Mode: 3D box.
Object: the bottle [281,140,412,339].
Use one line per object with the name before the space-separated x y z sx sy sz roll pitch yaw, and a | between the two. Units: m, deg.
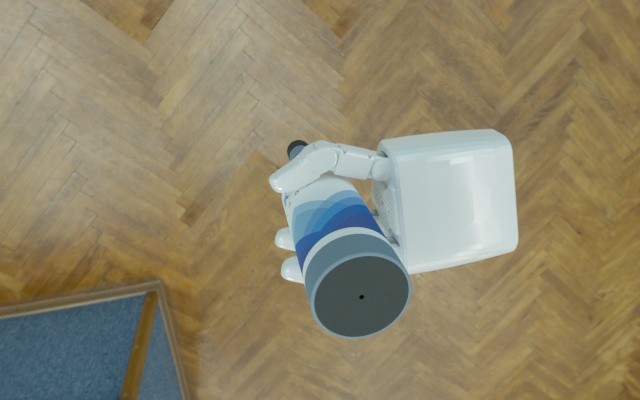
bottle | 0.000 0.002 0.433 0.069 0.069 0.295 0 24 -11
